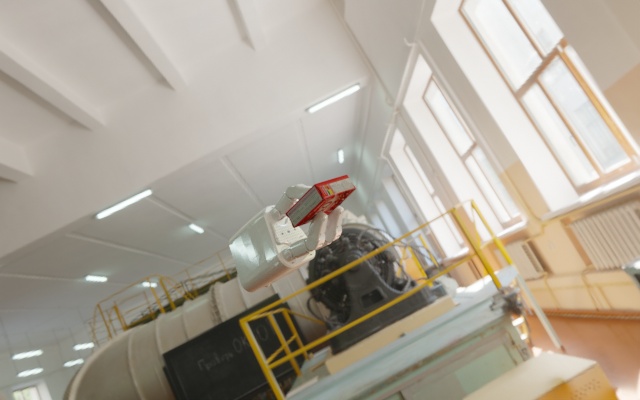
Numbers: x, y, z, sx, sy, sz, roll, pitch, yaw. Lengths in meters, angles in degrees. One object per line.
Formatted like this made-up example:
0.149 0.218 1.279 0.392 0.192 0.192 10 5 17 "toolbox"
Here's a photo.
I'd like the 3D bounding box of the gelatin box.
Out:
0.000 0.002 0.719 0.073 0.030 0.089 -18 -19 -45 "gelatin box"
